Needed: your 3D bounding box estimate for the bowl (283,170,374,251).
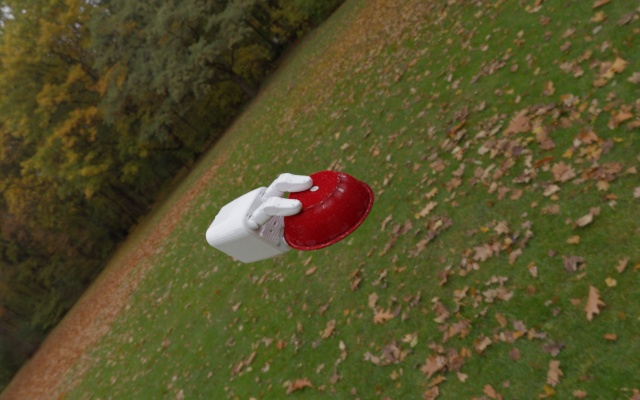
[{"bbox_3d":[0.001,0.002,0.751,0.162,0.055,0.162,-22,32,15],"label":"bowl"}]
